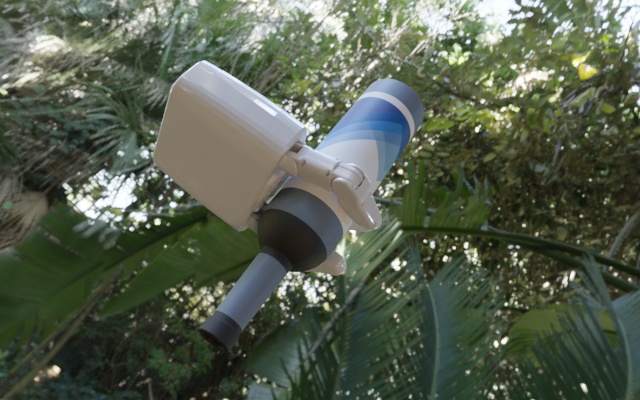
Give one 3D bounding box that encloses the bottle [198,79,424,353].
[{"bbox_3d":[0.000,0.001,0.416,0.069,0.069,0.295,0,42,44],"label":"bottle"}]
